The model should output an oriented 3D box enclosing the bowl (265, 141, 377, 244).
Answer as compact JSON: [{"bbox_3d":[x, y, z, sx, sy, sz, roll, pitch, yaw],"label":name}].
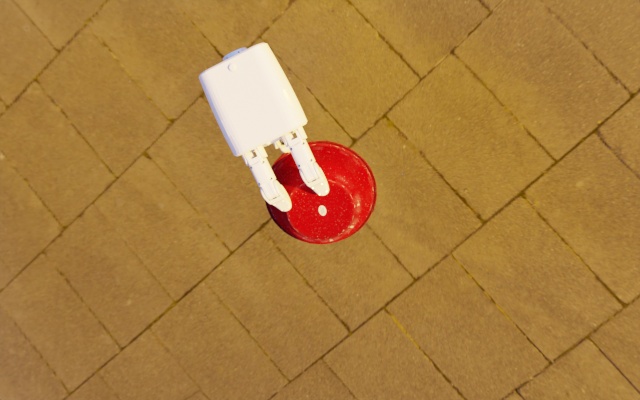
[{"bbox_3d":[0.001,0.003,0.662,0.162,0.162,0.055,0,25,0],"label":"bowl"}]
